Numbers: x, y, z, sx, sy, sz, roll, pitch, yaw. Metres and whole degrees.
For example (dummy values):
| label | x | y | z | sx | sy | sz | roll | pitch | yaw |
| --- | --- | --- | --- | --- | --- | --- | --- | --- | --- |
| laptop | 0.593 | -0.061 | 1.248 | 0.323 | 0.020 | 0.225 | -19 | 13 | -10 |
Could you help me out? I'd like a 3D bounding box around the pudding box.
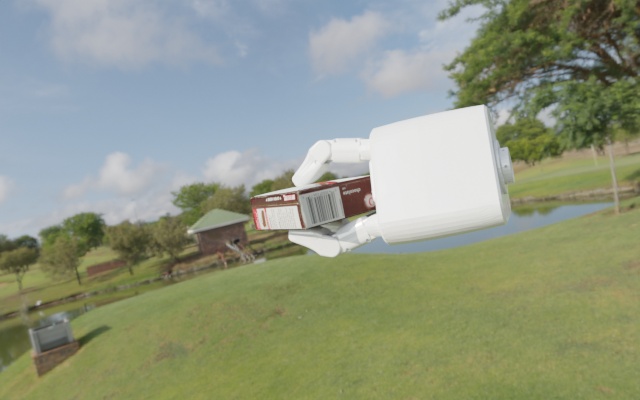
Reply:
| label | x | y | z | sx | sy | sz | roll | pitch | yaw |
| --- | --- | --- | --- | --- | --- | --- | --- | --- | --- |
| pudding box | 0.000 | 0.001 | 0.483 | 0.113 | 0.039 | 0.090 | -11 | 3 | -37 |
